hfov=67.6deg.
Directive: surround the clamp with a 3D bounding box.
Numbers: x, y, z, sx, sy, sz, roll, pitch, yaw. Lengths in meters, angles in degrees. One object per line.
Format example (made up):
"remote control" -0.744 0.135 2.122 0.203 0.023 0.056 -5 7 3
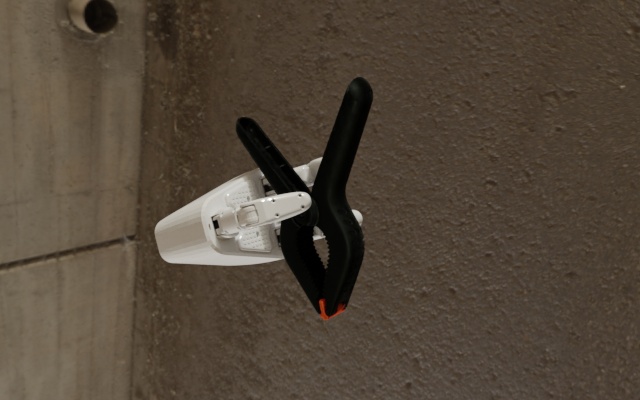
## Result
"clamp" -0.001 0.002 0.430 0.164 0.210 0.036 -16 -2 44
